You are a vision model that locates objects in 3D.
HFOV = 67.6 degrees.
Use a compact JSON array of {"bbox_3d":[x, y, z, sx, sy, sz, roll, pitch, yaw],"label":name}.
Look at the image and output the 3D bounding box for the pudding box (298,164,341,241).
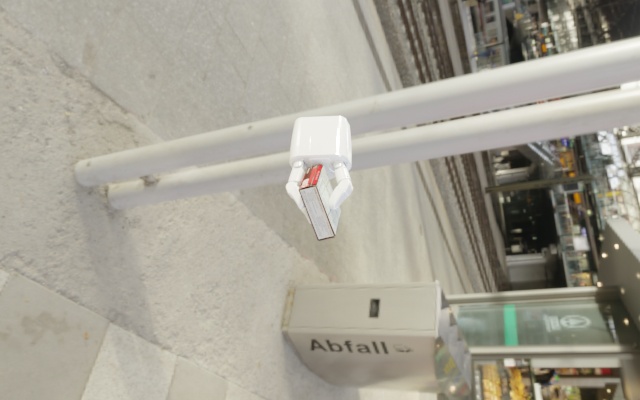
[{"bbox_3d":[0.000,0.003,0.875,0.039,0.113,0.090,-14,25,18],"label":"pudding box"}]
